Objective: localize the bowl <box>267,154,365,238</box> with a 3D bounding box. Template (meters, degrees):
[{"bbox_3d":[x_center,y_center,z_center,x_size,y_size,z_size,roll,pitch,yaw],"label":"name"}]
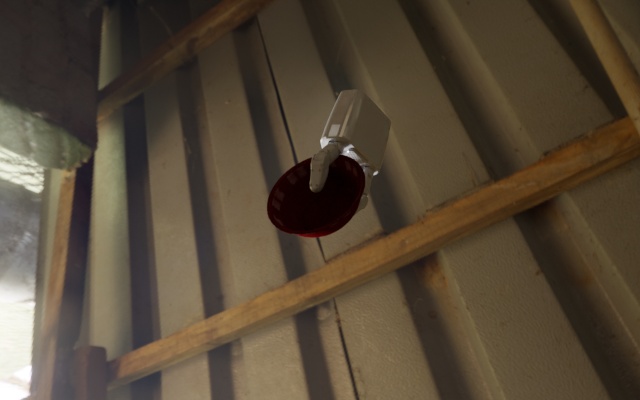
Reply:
[{"bbox_3d":[0.000,0.004,0.745,0.162,0.162,0.055,0,-40,28],"label":"bowl"}]
